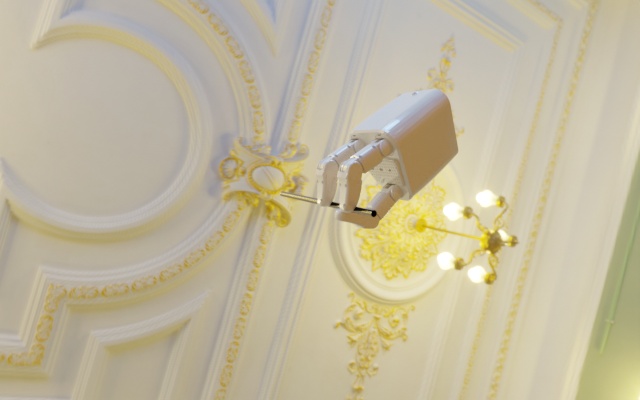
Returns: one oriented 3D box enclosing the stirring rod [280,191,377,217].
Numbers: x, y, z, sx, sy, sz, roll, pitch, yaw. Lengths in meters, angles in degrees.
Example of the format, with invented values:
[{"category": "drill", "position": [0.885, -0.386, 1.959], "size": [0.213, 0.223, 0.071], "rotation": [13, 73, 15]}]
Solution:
[{"category": "stirring rod", "position": [0.000, 0.002, 0.633], "size": [0.011, 0.011, 0.239], "rotation": [0, 6, -30]}]
